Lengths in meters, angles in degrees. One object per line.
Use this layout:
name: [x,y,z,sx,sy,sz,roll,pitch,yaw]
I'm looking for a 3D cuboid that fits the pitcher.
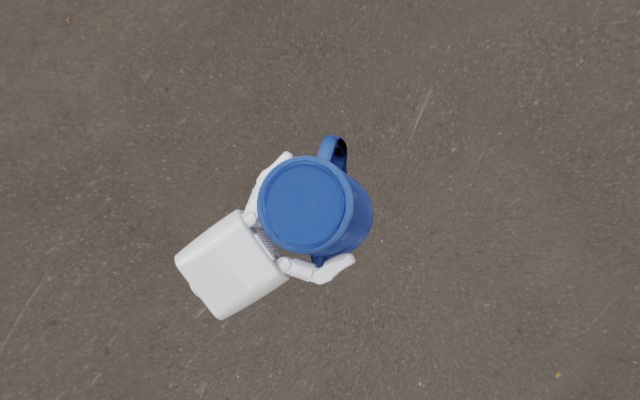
pitcher: [0.000,0.002,0.626,0.145,0.149,0.243,-33,-8,4]
